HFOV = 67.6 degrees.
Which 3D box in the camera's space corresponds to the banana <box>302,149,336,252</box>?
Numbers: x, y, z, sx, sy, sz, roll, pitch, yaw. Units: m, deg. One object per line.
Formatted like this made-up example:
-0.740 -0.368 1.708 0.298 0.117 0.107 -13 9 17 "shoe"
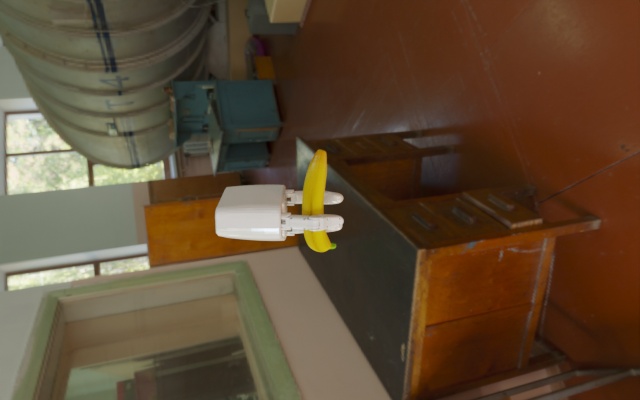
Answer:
-0.006 0.015 0.799 0.037 0.198 0.069 8 33 20 "banana"
